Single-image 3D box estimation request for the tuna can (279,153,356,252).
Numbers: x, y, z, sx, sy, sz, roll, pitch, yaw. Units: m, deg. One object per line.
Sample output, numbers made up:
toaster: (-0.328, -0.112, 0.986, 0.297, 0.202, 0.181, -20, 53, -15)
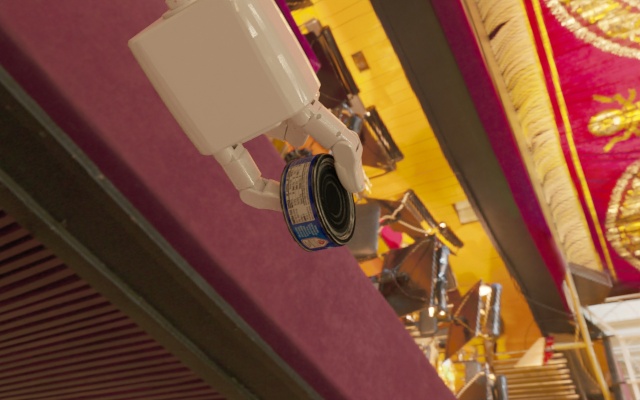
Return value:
tuna can: (0.001, 0.001, 0.428, 0.034, 0.086, 0.086, -12, -5, 25)
